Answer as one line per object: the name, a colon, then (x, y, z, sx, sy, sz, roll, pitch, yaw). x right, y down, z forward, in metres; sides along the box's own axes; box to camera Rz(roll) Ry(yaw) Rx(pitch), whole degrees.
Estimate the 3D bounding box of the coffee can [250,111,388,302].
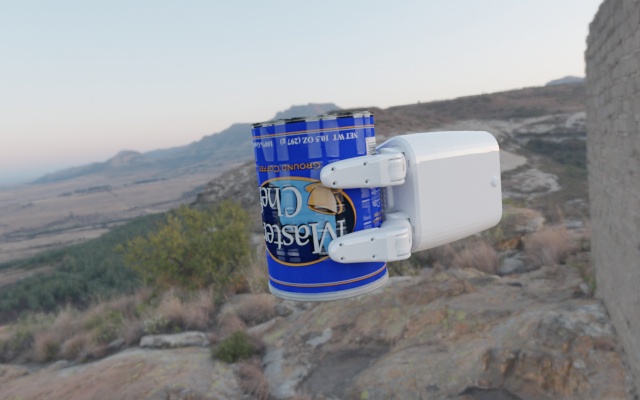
coffee can: (0.000, 0.001, 0.402, 0.103, 0.140, 0.103, -6, 7, 1)
